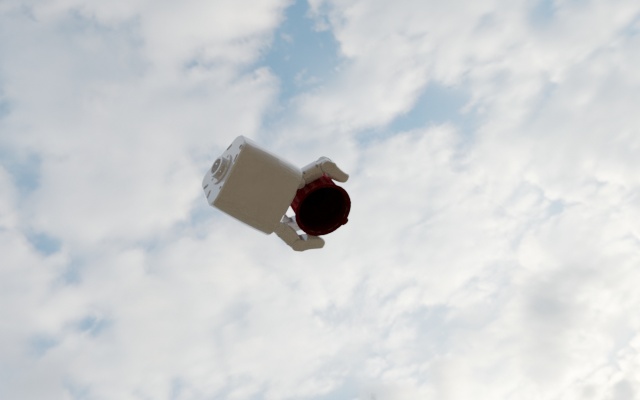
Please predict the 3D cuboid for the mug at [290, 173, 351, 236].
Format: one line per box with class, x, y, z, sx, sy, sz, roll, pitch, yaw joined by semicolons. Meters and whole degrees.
mug;0.001;0.003;0.778;0.117;0.093;0.081;31;13;-33
